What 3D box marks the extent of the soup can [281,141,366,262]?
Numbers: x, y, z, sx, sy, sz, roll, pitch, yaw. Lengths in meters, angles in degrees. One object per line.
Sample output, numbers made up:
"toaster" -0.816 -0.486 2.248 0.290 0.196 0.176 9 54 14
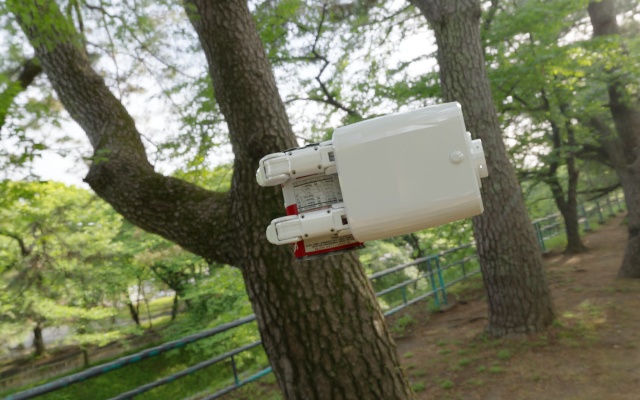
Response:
"soup can" 0.000 0.001 0.453 0.068 0.102 0.068 -11 -4 -1
